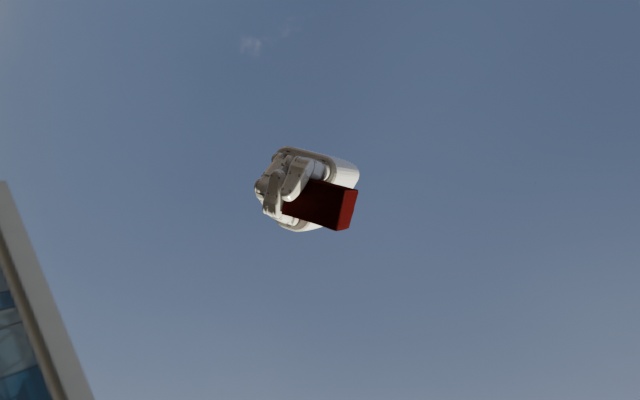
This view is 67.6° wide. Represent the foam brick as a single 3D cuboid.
[{"bbox_3d":[0.000,0.002,0.598,0.078,0.053,0.051,17,6,23],"label":"foam brick"}]
